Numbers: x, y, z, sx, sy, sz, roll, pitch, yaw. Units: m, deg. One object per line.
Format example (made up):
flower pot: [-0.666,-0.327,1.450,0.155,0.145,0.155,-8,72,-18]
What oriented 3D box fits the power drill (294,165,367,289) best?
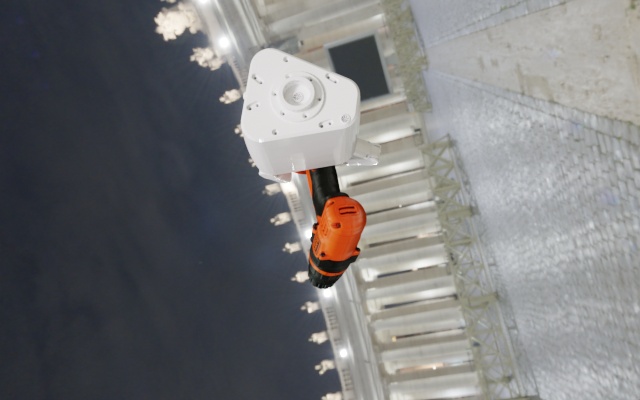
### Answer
power drill: [0.000,0.001,0.600,0.057,0.187,0.184,-7,-30,-17]
